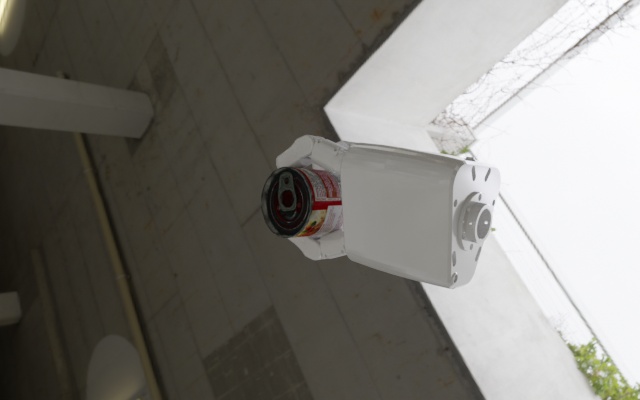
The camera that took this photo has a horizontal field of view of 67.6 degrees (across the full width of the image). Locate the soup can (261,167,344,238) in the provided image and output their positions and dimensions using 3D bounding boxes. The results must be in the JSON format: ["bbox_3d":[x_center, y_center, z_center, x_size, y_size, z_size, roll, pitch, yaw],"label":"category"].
[{"bbox_3d":[0.000,0.002,0.488,0.068,0.068,0.102,0,0,42],"label":"soup can"}]
